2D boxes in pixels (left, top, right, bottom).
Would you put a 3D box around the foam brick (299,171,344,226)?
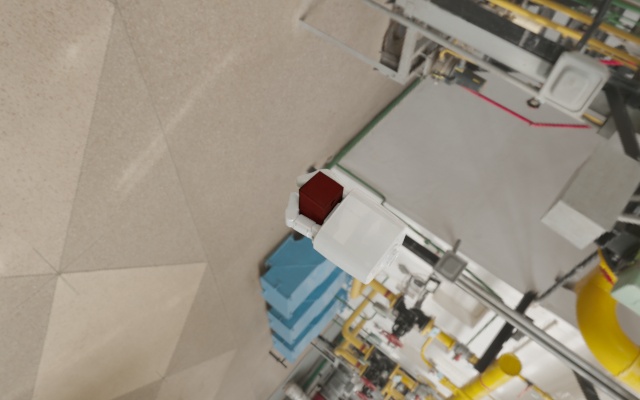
[{"bbox_3d":[0.000,0.002,0.762,0.051,0.053,0.078,35,-29,19],"label":"foam brick"}]
